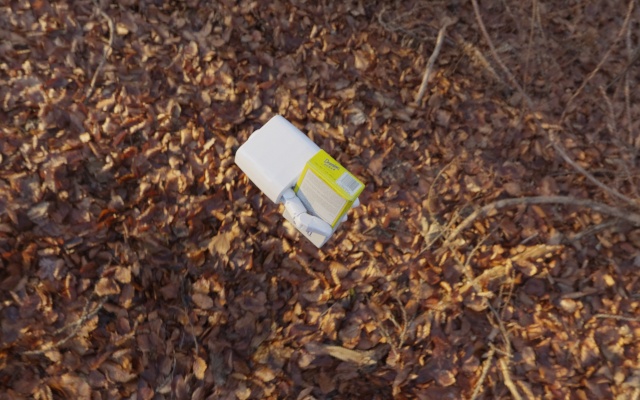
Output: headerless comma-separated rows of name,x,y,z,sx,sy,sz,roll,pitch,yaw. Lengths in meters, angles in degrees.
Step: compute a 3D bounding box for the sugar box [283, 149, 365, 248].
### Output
sugar box,0.000,0.002,0.795,0.048,0.093,0.176,-44,-9,-31
